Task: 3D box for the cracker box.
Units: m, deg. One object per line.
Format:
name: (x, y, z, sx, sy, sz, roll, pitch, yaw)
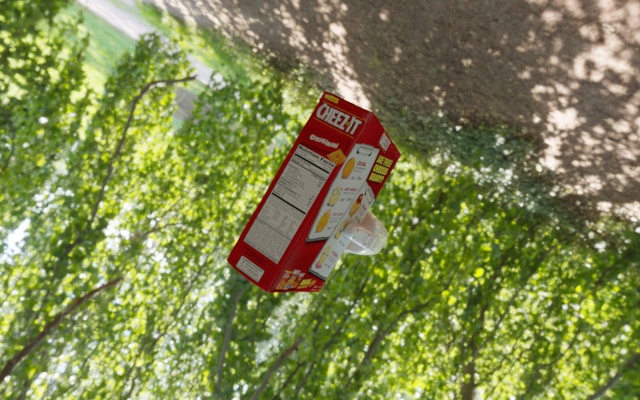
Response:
cracker box: (0.000, 0.002, 0.564, 0.072, 0.213, 0.164, 30, 1, 22)
